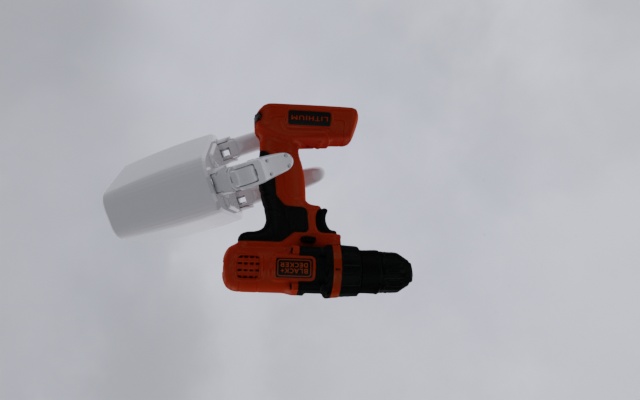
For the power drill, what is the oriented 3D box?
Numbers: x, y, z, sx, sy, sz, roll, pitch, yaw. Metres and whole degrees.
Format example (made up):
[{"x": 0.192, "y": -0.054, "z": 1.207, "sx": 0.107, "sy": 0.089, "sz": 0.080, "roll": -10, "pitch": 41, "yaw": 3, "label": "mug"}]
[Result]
[{"x": 0.000, "y": 0.001, "z": 0.474, "sx": 0.184, "sy": 0.187, "sz": 0.057, "roll": 3, "pitch": -13, "yaw": -9, "label": "power drill"}]
